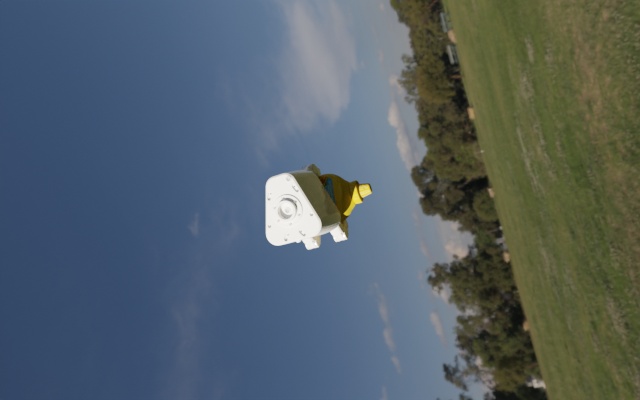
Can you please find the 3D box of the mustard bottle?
[{"bbox_3d":[0.000,0.003,0.868,0.191,0.096,0.058,-16,-26,17],"label":"mustard bottle"}]
